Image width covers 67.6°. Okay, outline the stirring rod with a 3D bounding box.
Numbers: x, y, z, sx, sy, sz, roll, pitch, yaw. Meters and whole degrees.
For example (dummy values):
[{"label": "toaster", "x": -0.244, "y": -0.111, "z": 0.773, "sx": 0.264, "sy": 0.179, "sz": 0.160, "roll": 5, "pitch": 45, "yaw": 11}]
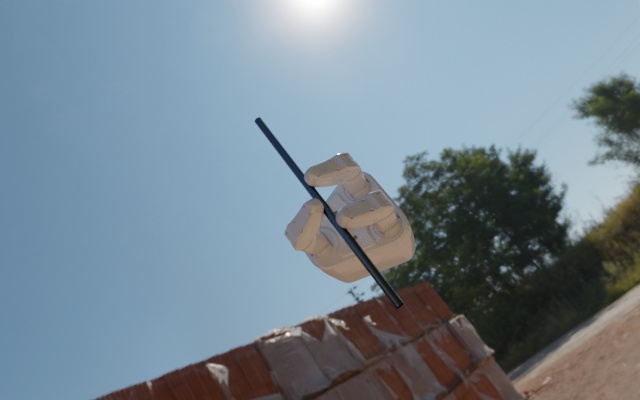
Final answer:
[{"label": "stirring rod", "x": 0.000, "y": 0.002, "z": 0.446, "sx": 0.011, "sy": 0.239, "sz": 0.011, "roll": -29, "pitch": -28, "yaw": -17}]
